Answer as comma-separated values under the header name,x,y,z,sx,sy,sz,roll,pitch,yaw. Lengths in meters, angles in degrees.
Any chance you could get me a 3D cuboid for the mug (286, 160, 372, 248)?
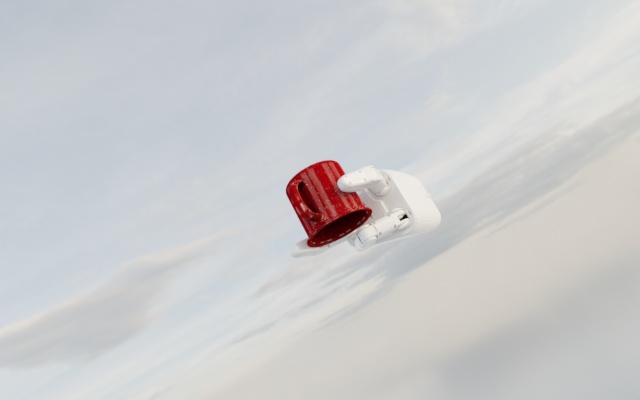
name,x,y,z,sx,sy,sz,roll,pitch,yaw
mug,-0.001,0.002,0.604,0.093,0.081,0.117,-39,-22,27
